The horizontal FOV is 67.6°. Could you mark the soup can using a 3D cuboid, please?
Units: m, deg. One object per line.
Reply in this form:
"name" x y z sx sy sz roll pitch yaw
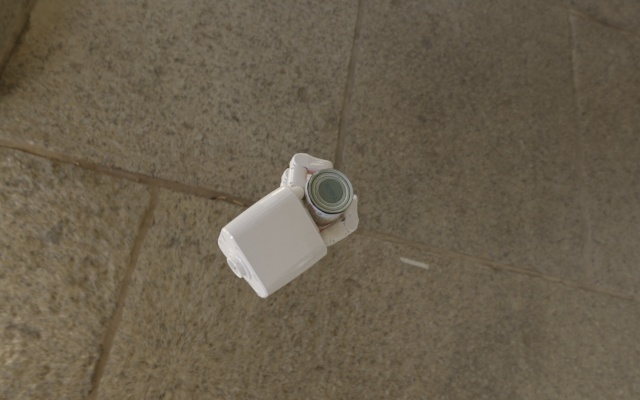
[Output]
"soup can" 0.001 0.002 0.689 0.068 0.068 0.102 0 -19 -17
